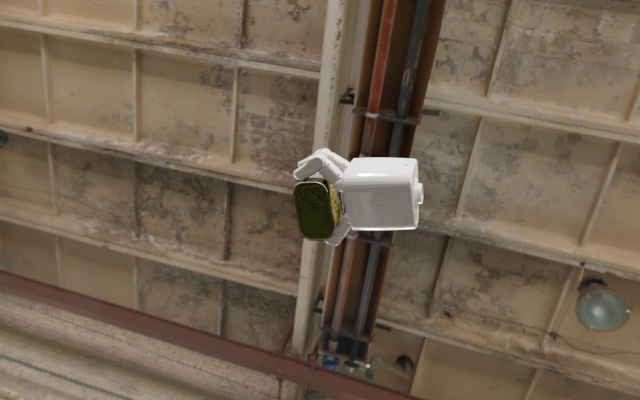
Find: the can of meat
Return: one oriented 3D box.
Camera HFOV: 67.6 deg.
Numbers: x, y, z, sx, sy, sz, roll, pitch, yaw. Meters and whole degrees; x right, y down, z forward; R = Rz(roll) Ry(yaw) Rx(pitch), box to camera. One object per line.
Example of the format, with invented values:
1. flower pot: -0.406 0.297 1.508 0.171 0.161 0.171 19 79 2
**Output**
1. can of meat: 0.000 0.003 0.788 0.057 0.102 0.084 -2 23 19
